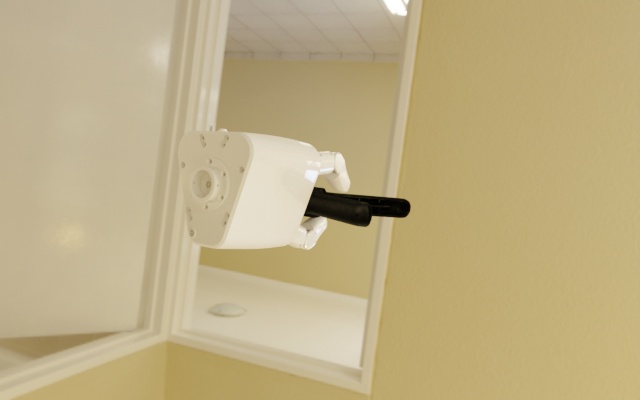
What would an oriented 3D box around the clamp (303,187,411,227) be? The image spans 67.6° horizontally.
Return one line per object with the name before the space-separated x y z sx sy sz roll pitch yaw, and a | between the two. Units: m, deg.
clamp | -0.001 0.003 0.584 0.210 0.036 0.164 8 4 31
